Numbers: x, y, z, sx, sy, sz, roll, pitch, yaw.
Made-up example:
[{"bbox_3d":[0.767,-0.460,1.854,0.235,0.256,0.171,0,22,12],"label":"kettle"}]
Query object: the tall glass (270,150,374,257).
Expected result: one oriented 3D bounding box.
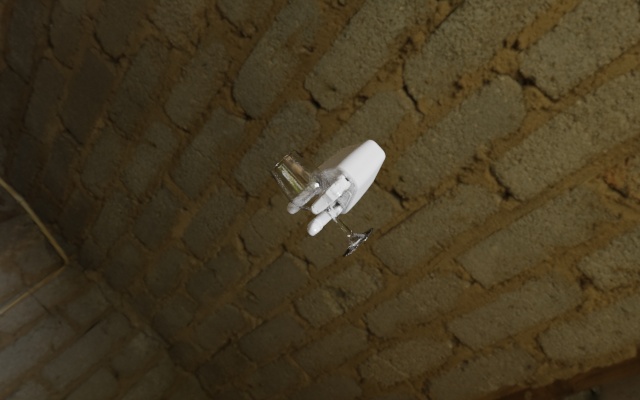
[{"bbox_3d":[0.001,0.003,0.852,0.079,0.201,0.079,-43,2,2],"label":"tall glass"}]
